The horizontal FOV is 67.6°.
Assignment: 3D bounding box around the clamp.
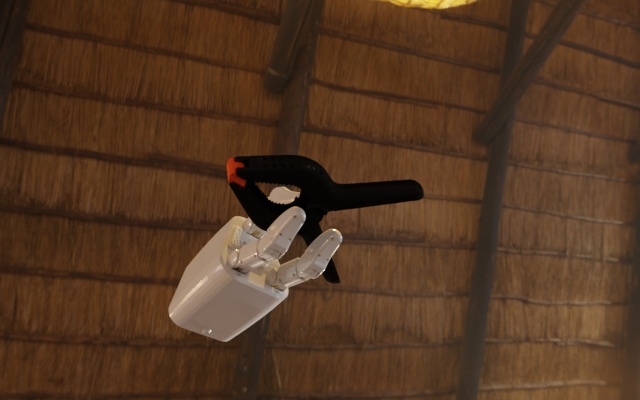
[{"bbox_3d":[-0.001,0.001,0.509,0.210,0.164,0.036,33,23,-34],"label":"clamp"}]
